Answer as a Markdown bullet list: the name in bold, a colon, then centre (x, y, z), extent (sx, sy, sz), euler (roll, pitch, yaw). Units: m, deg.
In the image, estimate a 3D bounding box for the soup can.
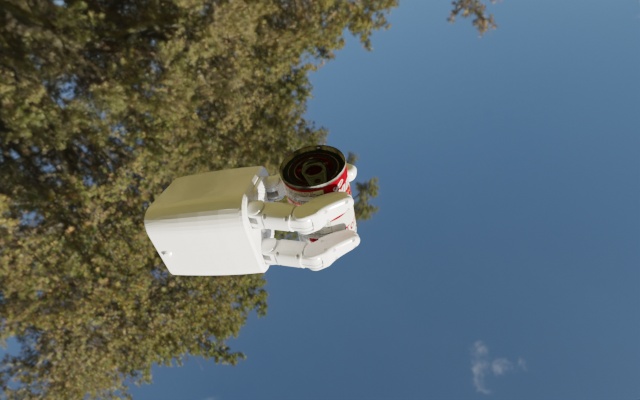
- **soup can**: centre (0.001, 0.002, 0.510), extent (0.068, 0.102, 0.068), euler (-7, 41, 6)
